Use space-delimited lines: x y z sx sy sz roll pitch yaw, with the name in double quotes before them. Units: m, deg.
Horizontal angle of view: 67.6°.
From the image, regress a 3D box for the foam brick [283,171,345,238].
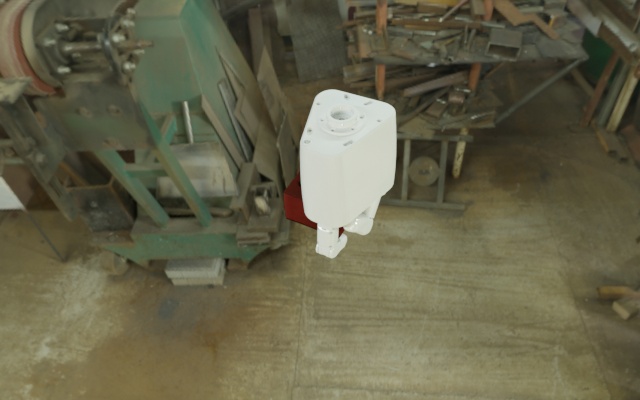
"foam brick" 0.000 0.002 0.594 0.078 0.053 0.051 19 -38 21
